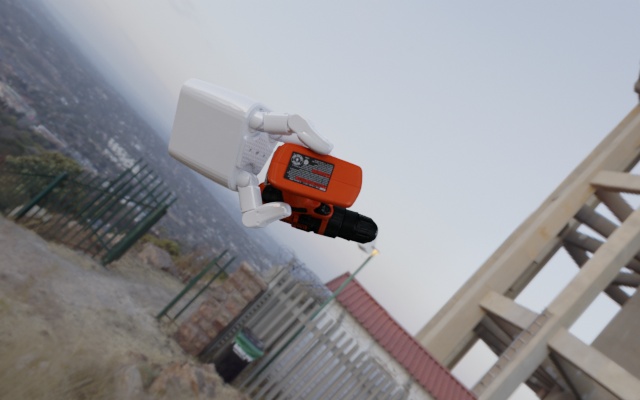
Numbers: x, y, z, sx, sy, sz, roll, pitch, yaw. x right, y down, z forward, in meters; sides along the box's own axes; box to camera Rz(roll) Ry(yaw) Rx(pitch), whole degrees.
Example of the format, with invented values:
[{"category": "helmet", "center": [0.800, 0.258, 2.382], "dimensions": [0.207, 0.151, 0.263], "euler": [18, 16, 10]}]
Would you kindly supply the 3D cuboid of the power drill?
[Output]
[{"category": "power drill", "center": [0.000, 0.002, 0.613], "dimensions": [0.184, 0.057, 0.188], "euler": [16, -19, -1]}]
